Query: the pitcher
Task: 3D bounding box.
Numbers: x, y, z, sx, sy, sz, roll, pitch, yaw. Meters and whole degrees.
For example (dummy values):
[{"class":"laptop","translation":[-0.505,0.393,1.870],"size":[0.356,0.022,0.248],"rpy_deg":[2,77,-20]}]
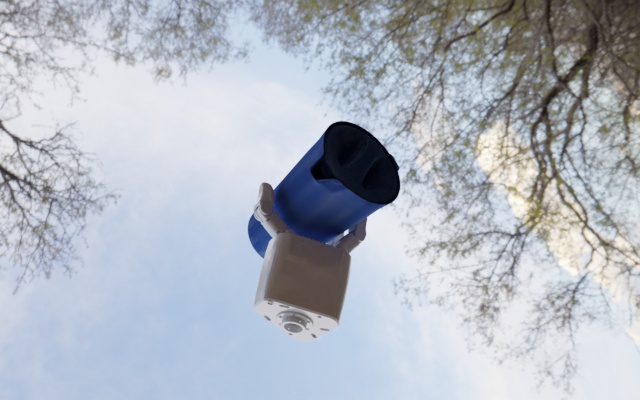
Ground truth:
[{"class":"pitcher","translation":[0.000,0.002,0.721],"size":[0.149,0.145,0.243],"rpy_deg":[32,-46,-20]}]
